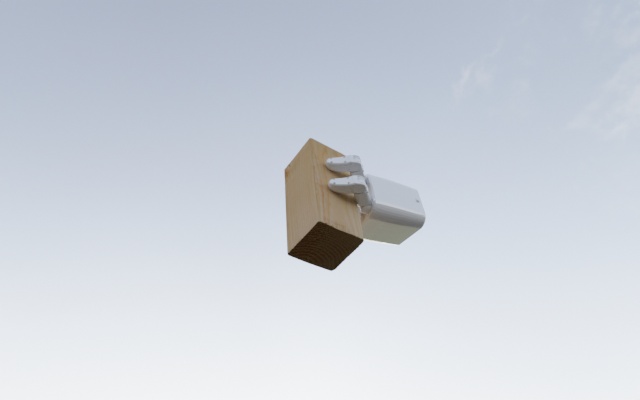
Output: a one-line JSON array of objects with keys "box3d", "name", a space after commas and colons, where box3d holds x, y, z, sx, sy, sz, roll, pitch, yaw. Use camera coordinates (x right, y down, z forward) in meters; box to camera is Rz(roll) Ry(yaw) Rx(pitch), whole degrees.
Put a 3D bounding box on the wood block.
[{"box3d": [0.000, 0.003, 0.810, 0.090, 0.206, 0.091, 24, -54, -25], "name": "wood block"}]
